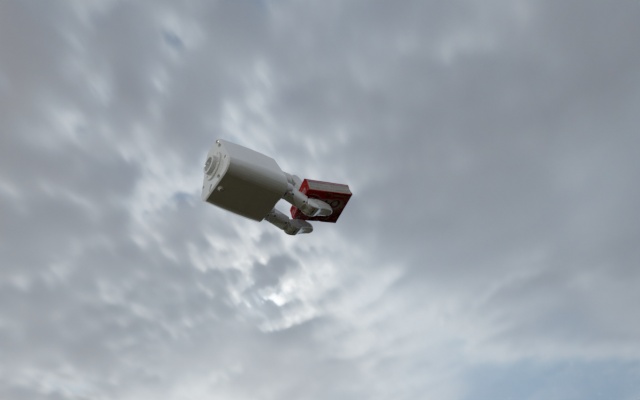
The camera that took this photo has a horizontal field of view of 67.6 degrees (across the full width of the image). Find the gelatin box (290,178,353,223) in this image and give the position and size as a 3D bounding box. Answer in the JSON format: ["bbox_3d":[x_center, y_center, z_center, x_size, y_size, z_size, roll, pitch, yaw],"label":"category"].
[{"bbox_3d":[0.000,0.002,0.832,0.089,0.073,0.030,7,41,-27],"label":"gelatin box"}]
